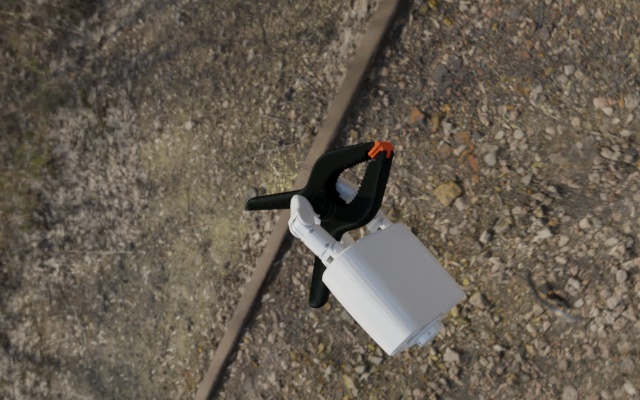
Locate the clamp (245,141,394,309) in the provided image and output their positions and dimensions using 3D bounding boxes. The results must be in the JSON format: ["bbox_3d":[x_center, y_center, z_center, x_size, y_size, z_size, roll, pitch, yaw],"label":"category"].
[{"bbox_3d":[0.000,0.002,0.556,0.164,0.210,0.036,46,28,21],"label":"clamp"}]
